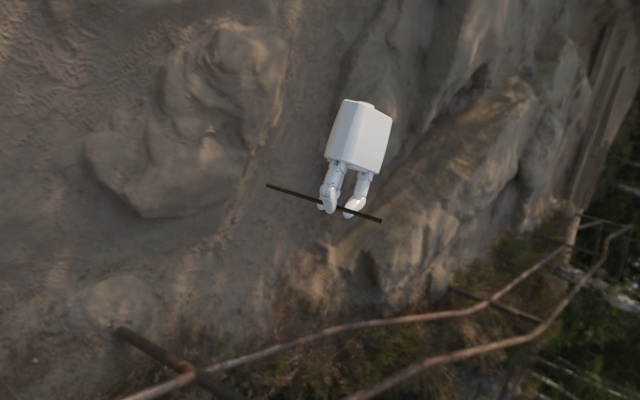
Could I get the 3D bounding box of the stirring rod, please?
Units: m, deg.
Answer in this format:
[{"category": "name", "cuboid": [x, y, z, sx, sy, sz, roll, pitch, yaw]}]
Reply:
[{"category": "stirring rod", "cuboid": [0.000, 0.003, 0.867, 0.239, 0.011, 0.011, 17, 8, 26]}]
